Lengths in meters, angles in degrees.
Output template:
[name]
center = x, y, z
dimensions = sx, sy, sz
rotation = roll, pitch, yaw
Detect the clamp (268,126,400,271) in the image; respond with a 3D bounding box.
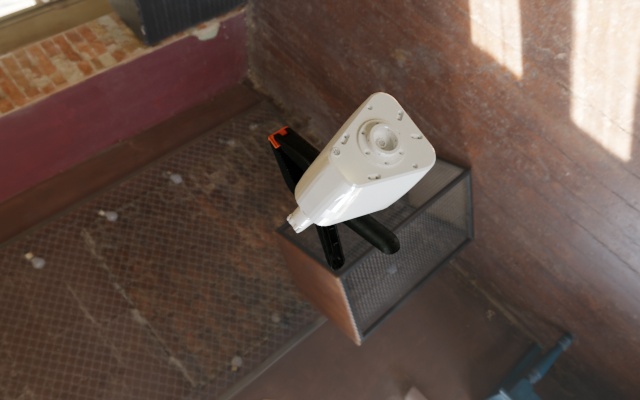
[clamp]
center = -0.001, 0.002, 0.622
dimensions = 0.036, 0.210, 0.165
rotation = -35, -6, -29
